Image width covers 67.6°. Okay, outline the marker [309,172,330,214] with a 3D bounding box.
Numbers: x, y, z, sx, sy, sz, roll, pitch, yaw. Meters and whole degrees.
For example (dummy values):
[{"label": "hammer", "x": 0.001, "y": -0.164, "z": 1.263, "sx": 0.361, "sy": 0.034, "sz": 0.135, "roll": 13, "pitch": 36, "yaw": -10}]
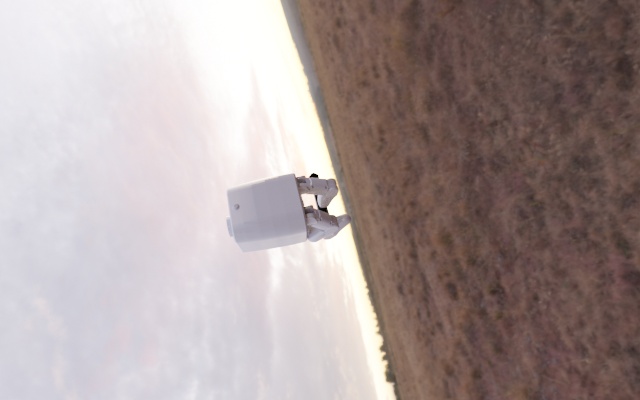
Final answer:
[{"label": "marker", "x": 0.000, "y": 0.003, "z": 0.789, "sx": 0.020, "sy": 0.121, "sz": 0.020, "roll": -11, "pitch": -34, "yaw": -7}]
